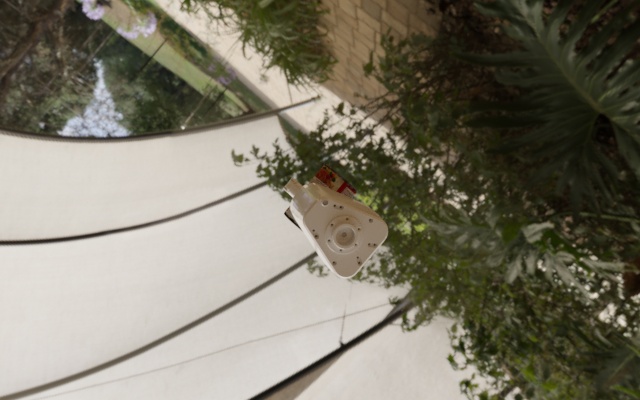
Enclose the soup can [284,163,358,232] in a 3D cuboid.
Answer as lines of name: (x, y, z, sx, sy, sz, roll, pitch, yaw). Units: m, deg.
soup can: (0.000, 0.003, 0.744, 0.068, 0.102, 0.068, 40, 1, -1)
